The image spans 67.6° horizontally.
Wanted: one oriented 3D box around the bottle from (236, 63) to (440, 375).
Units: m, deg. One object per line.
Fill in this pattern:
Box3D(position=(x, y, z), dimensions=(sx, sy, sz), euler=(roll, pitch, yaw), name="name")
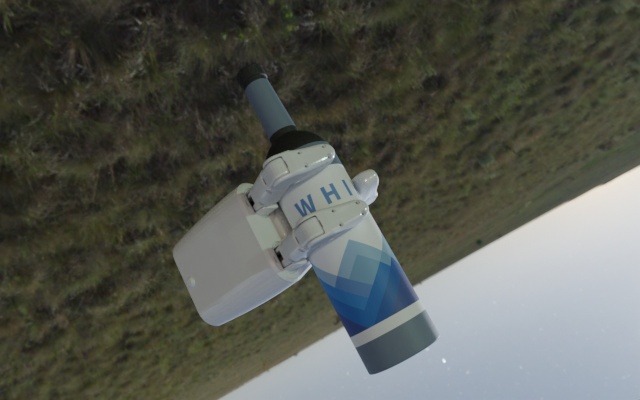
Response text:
Box3D(position=(0.000, 0.002, 0.425), dimensions=(0.069, 0.295, 0.069), euler=(-27, -14, -7), name="bottle")
